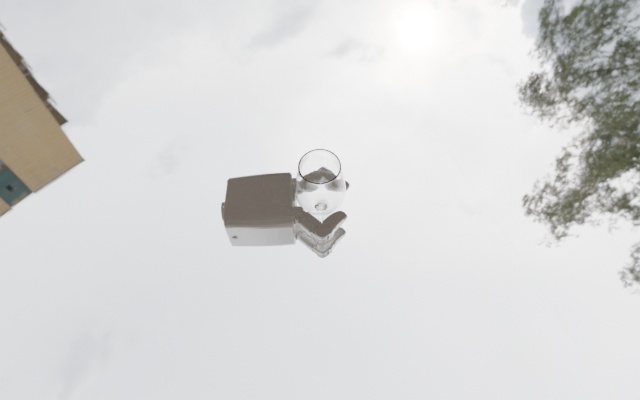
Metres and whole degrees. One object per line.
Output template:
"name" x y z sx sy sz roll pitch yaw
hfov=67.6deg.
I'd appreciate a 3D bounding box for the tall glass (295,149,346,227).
"tall glass" 0.000 0.003 0.761 0.079 0.079 0.201 0 -31 1
